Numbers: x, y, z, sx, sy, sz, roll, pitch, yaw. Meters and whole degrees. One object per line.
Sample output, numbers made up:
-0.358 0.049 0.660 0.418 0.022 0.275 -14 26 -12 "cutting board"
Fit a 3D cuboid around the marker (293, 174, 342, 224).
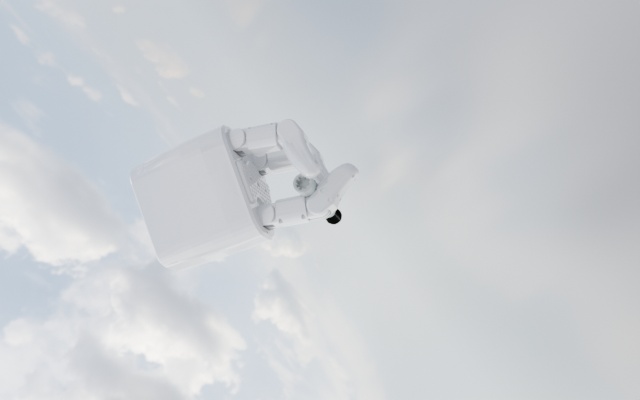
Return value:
0.000 0.002 0.484 0.020 0.020 0.121 0 -17 17 "marker"
